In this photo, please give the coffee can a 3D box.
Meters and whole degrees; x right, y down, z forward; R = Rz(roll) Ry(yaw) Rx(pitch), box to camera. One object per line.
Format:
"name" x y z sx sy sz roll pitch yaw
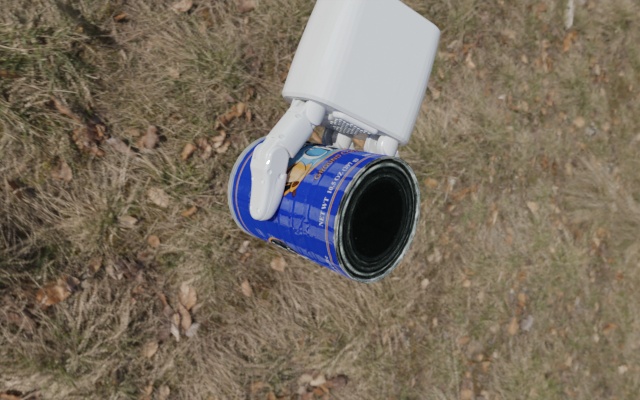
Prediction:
"coffee can" 0.000 0.001 0.419 0.103 0.103 0.140 0 12 -45
